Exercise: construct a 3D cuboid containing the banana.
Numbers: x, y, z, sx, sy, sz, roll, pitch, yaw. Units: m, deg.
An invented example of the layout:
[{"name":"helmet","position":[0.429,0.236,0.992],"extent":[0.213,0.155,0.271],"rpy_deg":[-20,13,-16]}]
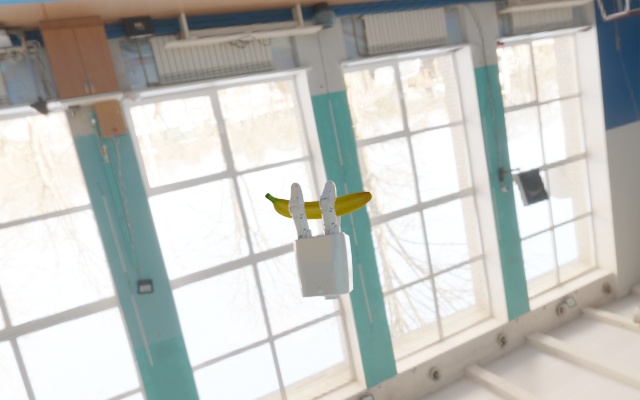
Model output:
[{"name":"banana","position":[-0.002,0.011,0.898],"extent":[0.198,0.037,0.070],"rpy_deg":[-2,-25,2]}]
